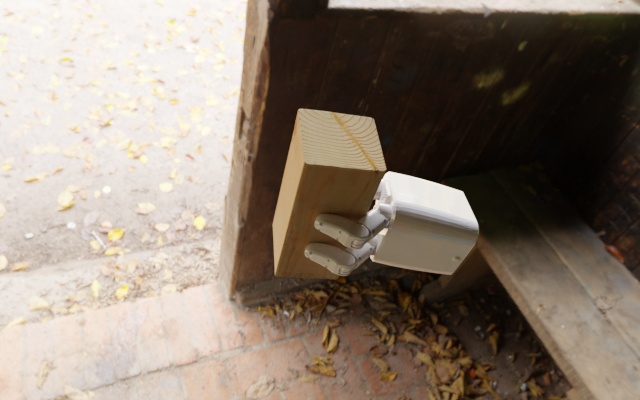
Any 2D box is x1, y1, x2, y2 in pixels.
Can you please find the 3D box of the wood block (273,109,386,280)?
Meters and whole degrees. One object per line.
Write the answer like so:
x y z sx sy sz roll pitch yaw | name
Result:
0.000 0.002 0.582 0.090 0.090 0.206 5 -42 -12 | wood block
